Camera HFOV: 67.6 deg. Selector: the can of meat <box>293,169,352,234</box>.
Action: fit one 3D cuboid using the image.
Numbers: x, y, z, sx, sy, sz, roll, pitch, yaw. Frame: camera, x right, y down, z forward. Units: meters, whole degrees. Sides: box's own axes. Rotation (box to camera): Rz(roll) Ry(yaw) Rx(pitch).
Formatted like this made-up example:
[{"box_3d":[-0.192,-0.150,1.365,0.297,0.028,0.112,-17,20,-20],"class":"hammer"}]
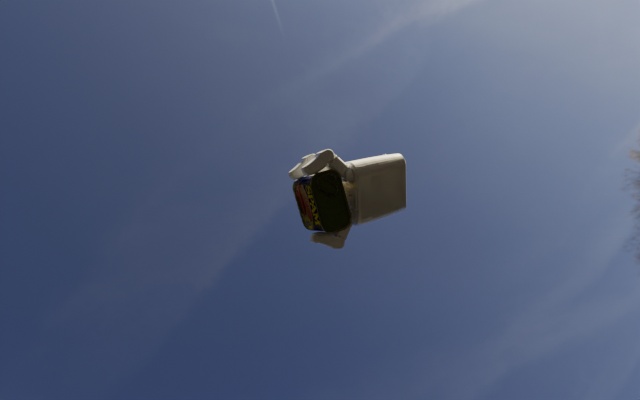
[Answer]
[{"box_3d":[0.000,0.003,0.806,0.057,0.102,0.084,-18,6,-25],"class":"can of meat"}]
